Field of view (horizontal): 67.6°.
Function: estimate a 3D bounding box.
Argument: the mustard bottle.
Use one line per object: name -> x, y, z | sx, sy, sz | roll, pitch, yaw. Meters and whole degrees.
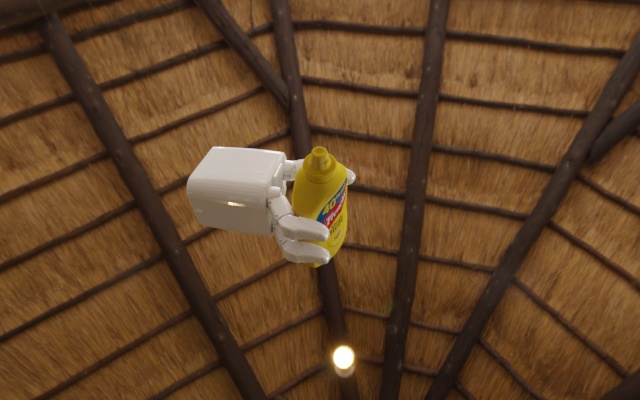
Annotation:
mustard bottle -> 0.000, 0.002, 0.623 | 0.058, 0.096, 0.192 | 26, -33, 21
